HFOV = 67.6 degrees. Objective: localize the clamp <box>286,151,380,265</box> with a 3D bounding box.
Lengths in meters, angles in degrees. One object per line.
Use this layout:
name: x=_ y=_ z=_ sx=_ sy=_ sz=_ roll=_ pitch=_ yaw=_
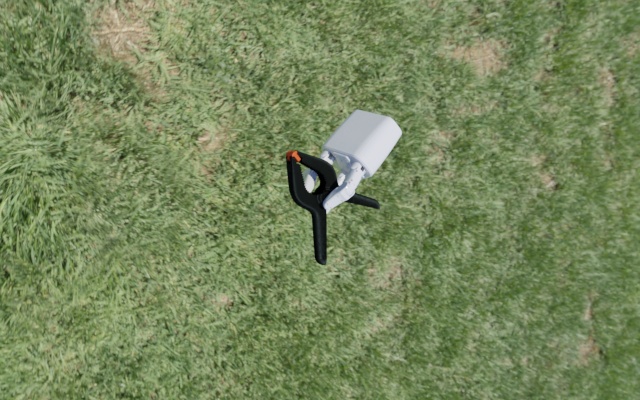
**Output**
clamp: x=0.000 y=0.002 z=0.849 sx=0.210 sy=0.164 sz=0.036 roll=47 pitch=-16 yaw=-26
